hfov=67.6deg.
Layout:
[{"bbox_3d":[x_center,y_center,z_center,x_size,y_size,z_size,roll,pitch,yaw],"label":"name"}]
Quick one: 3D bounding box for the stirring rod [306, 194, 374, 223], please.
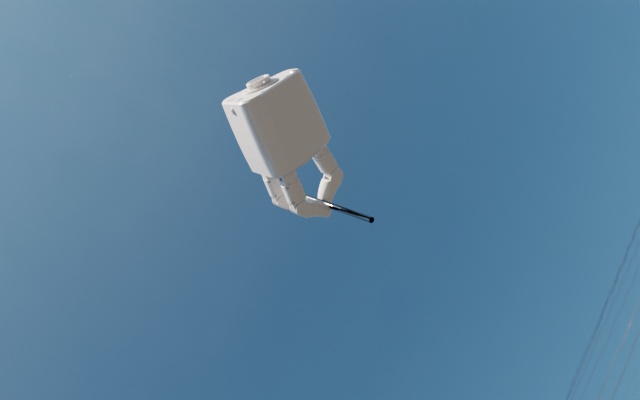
[{"bbox_3d":[0.000,0.002,0.684,0.011,0.011,0.239,0,10,-32],"label":"stirring rod"}]
